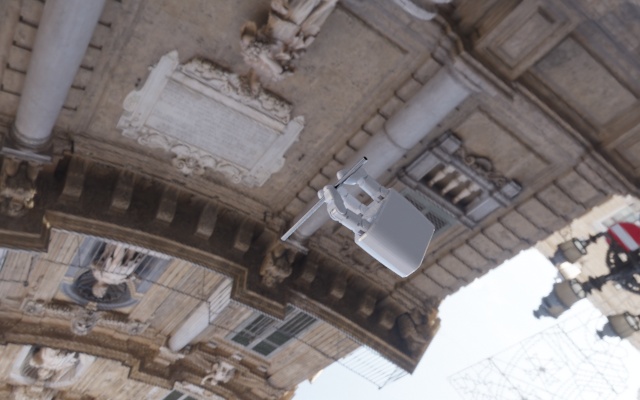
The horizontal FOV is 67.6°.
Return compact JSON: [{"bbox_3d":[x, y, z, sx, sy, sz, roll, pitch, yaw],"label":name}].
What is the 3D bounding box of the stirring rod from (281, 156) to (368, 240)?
[{"bbox_3d":[0.000,0.003,0.808,0.011,0.011,0.240,0,-34,-44],"label":"stirring rod"}]
